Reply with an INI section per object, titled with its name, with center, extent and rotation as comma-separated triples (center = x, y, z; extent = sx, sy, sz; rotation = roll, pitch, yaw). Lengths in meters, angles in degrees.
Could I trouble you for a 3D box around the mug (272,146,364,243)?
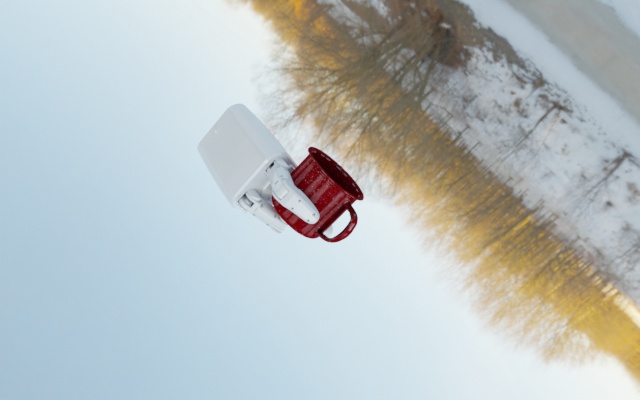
[mug]
center = 0.001, 0.003, 0.592
extent = 0.081, 0.117, 0.093
rotation = -46, -27, 16
